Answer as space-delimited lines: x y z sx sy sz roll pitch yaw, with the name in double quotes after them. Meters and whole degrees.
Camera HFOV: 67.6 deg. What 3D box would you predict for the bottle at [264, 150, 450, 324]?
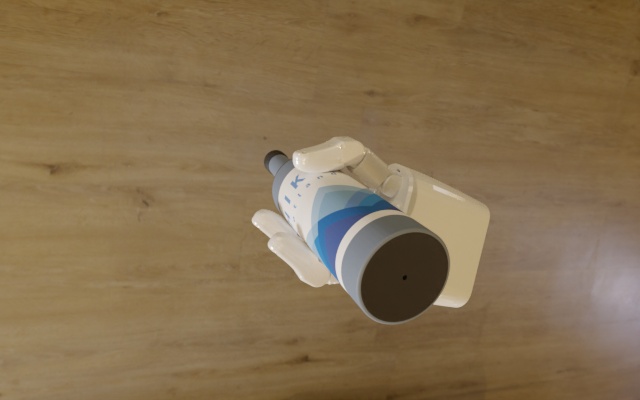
0.000 0.001 0.424 0.069 0.069 0.295 0 19 -22 "bottle"
